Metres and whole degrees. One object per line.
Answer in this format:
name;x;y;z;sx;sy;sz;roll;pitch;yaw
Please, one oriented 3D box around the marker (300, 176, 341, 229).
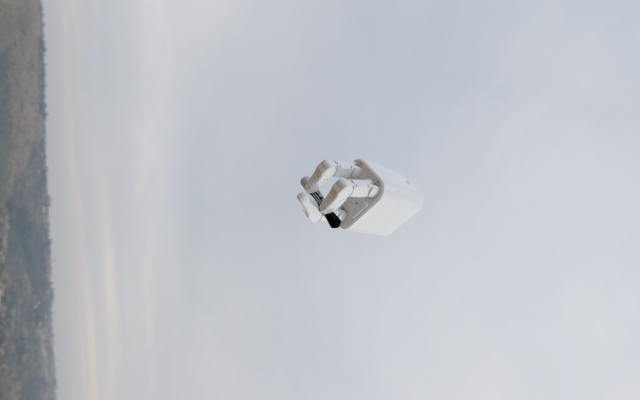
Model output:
marker;0.000;0.002;0.751;0.020;0.020;0.121;0;36;-32
